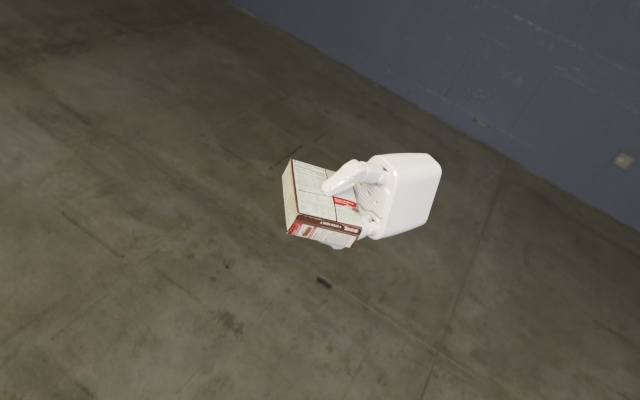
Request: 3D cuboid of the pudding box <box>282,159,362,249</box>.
[{"bbox_3d":[0.000,0.002,0.608,0.090,0.039,0.113,14,36,-19],"label":"pudding box"}]
